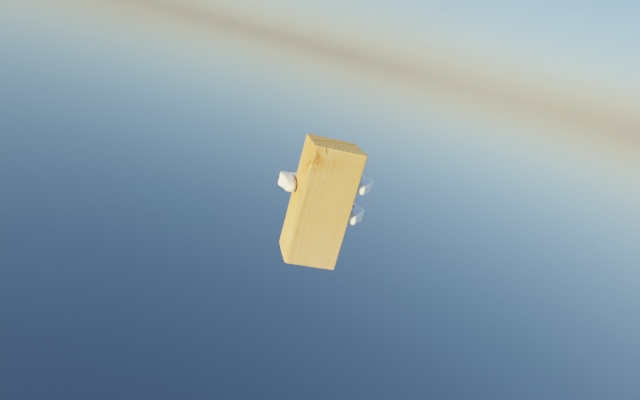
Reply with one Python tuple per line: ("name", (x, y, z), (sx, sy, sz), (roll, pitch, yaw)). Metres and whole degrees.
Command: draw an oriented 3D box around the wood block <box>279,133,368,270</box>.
("wood block", (0.000, 0.002, 0.813), (0.091, 0.206, 0.090), (10, 18, -15))
